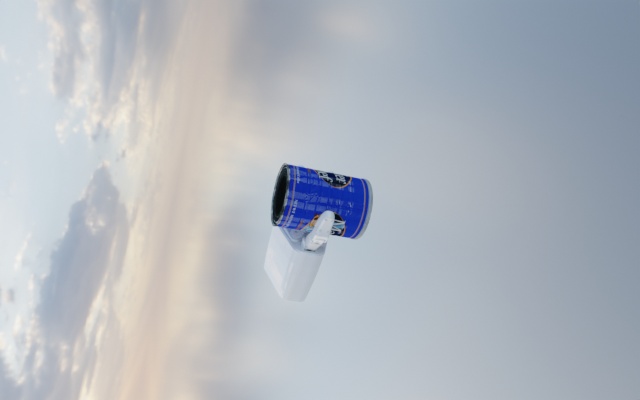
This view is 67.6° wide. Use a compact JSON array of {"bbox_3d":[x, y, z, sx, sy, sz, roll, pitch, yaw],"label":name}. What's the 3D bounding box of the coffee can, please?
[{"bbox_3d":[0.000,0.002,0.773,0.140,0.103,0.103,10,-3,-17],"label":"coffee can"}]
